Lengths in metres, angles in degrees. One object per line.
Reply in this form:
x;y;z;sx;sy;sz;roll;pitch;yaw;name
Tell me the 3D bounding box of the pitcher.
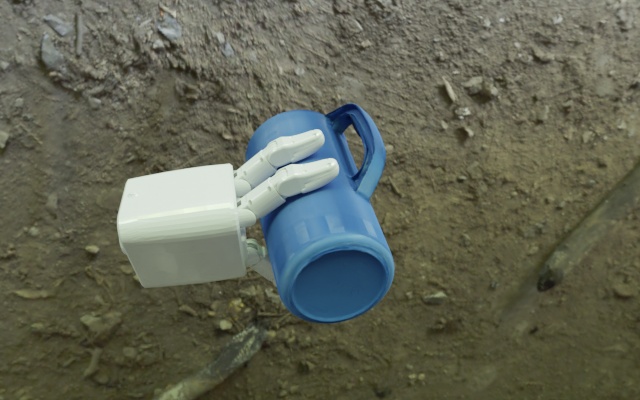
0.000;0.002;0.514;0.145;0.149;0.242;-7;35;-10;pitcher
